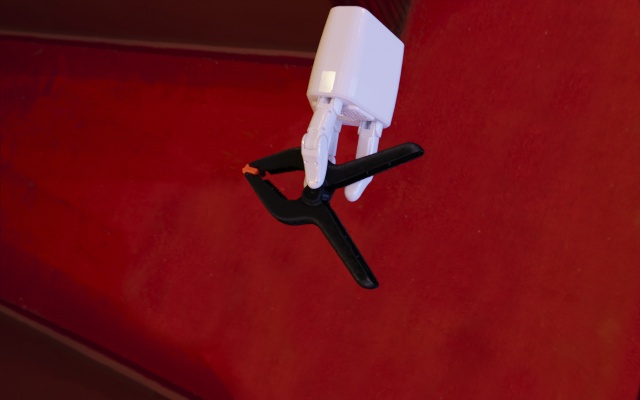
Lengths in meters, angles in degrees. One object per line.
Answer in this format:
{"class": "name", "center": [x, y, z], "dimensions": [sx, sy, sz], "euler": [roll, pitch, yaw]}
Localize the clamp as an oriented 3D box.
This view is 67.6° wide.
{"class": "clamp", "center": [-0.001, 0.001, 0.546], "dimensions": [0.210, 0.164, 0.036], "euler": [11, -6, 24]}
